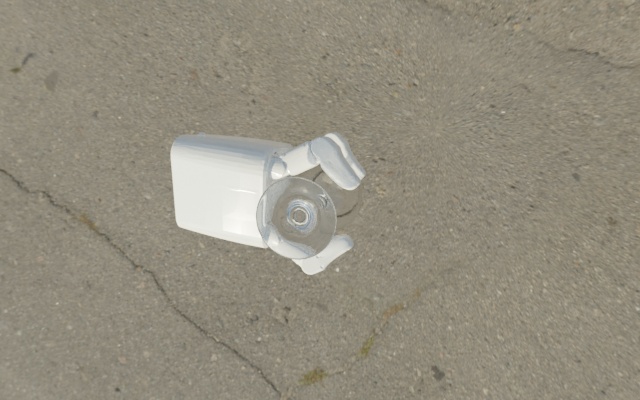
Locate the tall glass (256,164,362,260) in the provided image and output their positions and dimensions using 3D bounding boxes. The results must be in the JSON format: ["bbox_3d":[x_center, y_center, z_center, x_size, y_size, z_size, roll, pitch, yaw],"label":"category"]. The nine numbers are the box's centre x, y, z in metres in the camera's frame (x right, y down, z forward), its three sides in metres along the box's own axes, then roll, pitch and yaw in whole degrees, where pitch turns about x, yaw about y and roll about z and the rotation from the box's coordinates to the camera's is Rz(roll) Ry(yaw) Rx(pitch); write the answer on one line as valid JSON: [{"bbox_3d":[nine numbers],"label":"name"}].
[{"bbox_3d":[0.000,0.002,0.515,0.079,0.079,0.201,0,8,14],"label":"tall glass"}]
